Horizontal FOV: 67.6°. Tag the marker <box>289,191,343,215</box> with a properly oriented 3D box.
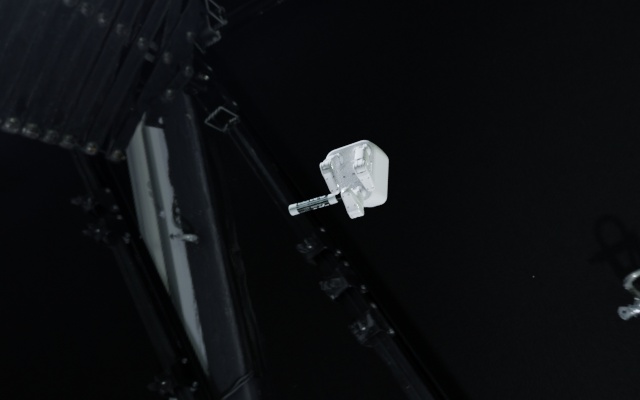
[{"bbox_3d":[0.000,0.003,0.855,0.121,0.020,0.020,-16,-6,22],"label":"marker"}]
